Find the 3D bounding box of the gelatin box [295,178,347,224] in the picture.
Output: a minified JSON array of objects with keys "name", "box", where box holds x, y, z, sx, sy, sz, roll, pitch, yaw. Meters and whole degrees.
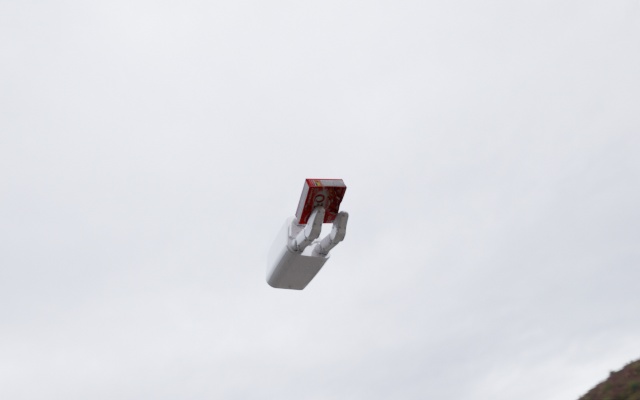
[{"name":"gelatin box","box":[0.000,0.002,0.863,0.073,0.089,0.030,0,38,-23]}]
